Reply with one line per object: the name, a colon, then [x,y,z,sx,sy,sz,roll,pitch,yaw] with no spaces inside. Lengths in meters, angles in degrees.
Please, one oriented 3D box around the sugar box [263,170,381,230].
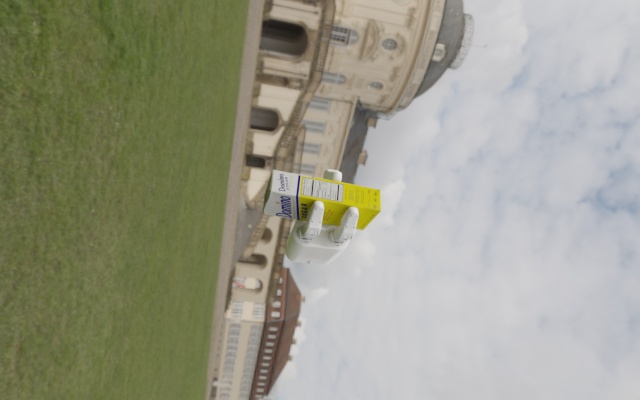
sugar box: [0.000,0.003,0.768,0.176,0.048,0.093,7,-25,-11]
